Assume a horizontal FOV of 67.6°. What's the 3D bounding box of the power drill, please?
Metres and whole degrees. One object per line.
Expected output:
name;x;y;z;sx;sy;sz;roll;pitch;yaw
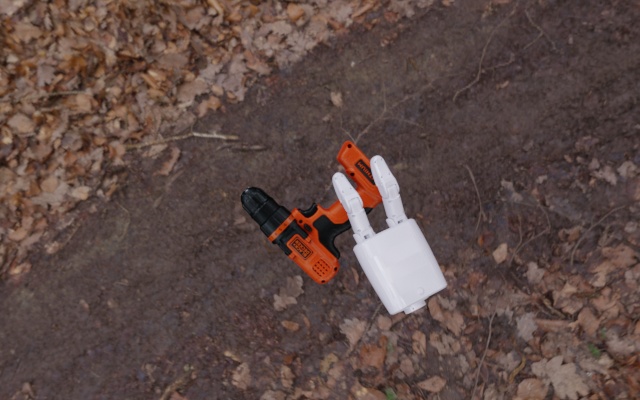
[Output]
power drill;0.001;0.002;0.709;0.187;0.184;0.057;-45;5;2
